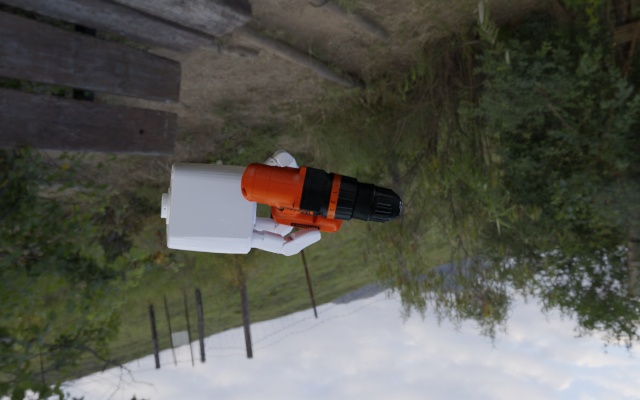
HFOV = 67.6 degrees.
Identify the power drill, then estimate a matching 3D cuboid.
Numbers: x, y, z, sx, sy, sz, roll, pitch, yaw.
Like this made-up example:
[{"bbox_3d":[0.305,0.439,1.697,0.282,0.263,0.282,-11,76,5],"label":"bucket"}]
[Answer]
[{"bbox_3d":[0.000,0.002,0.611,0.184,0.057,0.188,12,-10,0],"label":"power drill"}]
